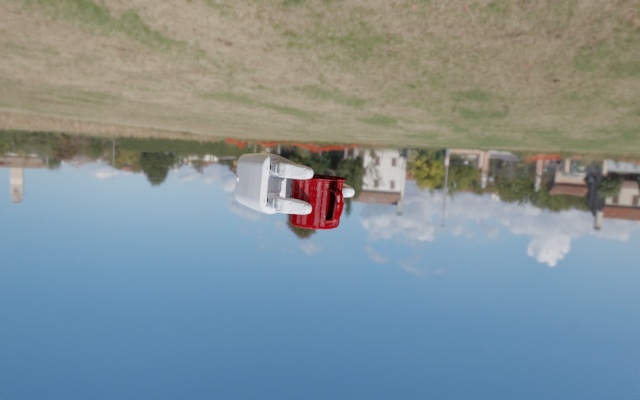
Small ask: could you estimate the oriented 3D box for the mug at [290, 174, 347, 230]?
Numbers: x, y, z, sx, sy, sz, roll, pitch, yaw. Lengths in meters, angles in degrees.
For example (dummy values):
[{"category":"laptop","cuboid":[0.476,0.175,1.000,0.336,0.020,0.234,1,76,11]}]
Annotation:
[{"category":"mug","cuboid":[0.001,0.003,0.767,0.093,0.081,0.117,0,9,-35]}]
